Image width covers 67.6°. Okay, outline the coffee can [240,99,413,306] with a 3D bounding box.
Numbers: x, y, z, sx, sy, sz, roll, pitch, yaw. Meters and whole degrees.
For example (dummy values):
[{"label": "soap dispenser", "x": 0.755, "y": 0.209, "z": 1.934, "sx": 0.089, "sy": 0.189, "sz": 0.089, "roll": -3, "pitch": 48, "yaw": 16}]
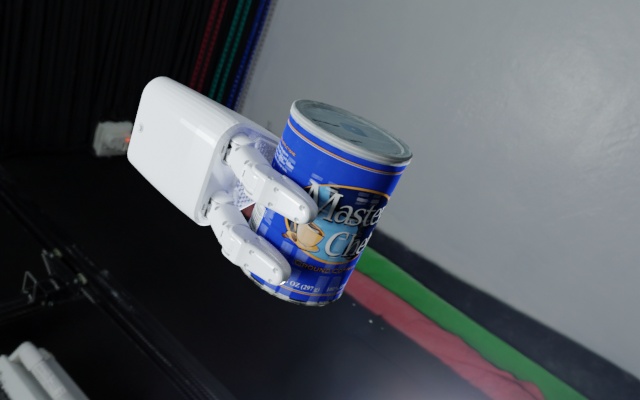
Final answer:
[{"label": "coffee can", "x": 0.000, "y": 0.001, "z": 0.402, "sx": 0.103, "sy": 0.140, "sz": 0.102, "roll": 20, "pitch": 22, "yaw": -9}]
